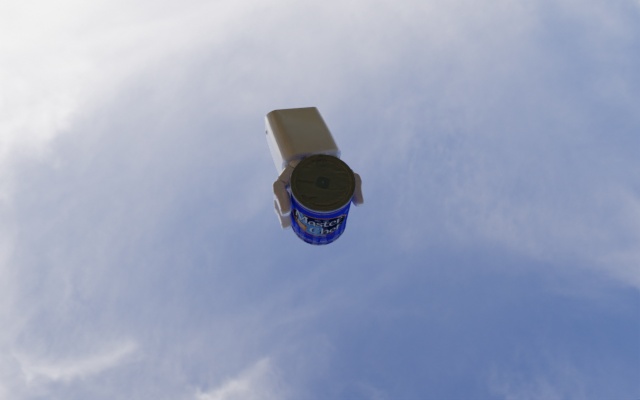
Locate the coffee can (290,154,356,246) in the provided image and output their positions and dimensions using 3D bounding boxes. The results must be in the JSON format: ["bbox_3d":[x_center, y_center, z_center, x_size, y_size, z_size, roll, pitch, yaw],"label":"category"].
[{"bbox_3d":[0.000,0.003,0.801,0.103,0.102,0.140,0,-27,-3],"label":"coffee can"}]
